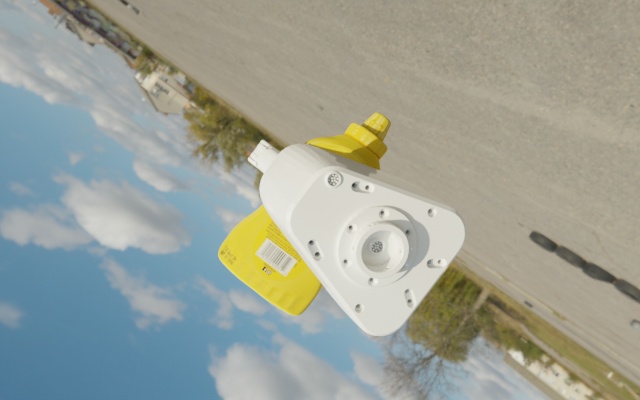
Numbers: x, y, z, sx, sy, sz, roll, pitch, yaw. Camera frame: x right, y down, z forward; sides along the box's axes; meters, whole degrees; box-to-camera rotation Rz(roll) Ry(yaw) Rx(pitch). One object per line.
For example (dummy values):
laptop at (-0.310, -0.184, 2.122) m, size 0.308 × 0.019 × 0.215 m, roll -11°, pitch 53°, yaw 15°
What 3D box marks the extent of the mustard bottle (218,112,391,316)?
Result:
mustard bottle at (0.000, 0.002, 0.434) m, size 0.096 × 0.191 × 0.058 m, roll 37°, pitch 1°, yaw 6°
